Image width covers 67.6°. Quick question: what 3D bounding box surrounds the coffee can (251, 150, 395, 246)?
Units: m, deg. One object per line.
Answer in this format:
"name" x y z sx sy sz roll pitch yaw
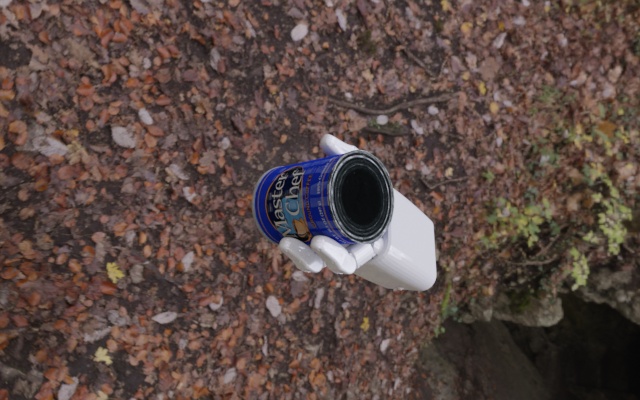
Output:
"coffee can" 0.000 0.002 0.562 0.103 0.103 0.140 0 -5 -42
